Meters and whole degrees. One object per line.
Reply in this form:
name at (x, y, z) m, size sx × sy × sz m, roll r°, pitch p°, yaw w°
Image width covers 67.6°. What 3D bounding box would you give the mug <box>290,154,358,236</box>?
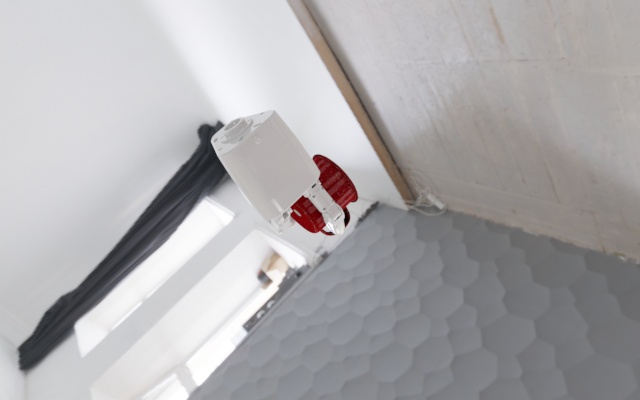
mug at (0.001, 0.003, 0.701) m, size 0.081 × 0.117 × 0.093 m, roll -43°, pitch 28°, yaw -17°
